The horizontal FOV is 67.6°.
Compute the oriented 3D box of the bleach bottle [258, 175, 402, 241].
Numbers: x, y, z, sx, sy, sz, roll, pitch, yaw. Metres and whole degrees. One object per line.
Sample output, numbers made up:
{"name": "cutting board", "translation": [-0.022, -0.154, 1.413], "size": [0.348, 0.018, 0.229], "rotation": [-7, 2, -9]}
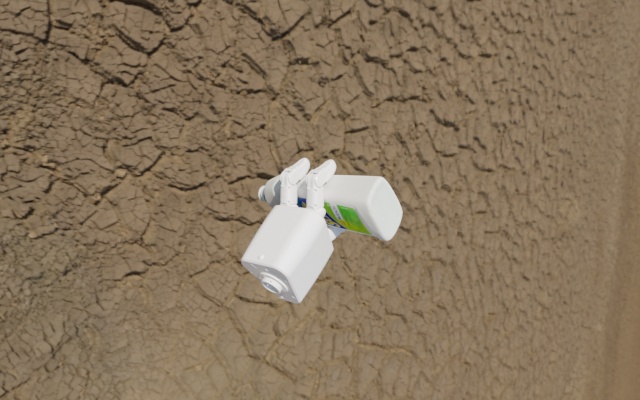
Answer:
{"name": "bleach bottle", "translation": [0.000, 0.002, 0.777], "size": [0.251, 0.068, 0.103], "rotation": [5, -37, 39]}
